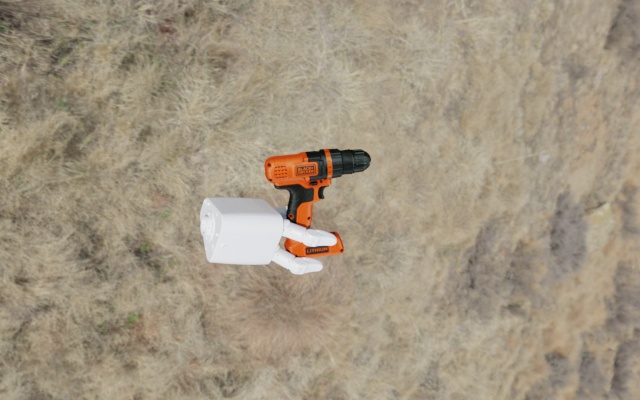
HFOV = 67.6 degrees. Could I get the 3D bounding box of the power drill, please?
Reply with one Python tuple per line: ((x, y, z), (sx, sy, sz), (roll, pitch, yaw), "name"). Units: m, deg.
((0.000, 0.003, 0.836), (0.184, 0.188, 0.057), (-6, 17, -8), "power drill")
